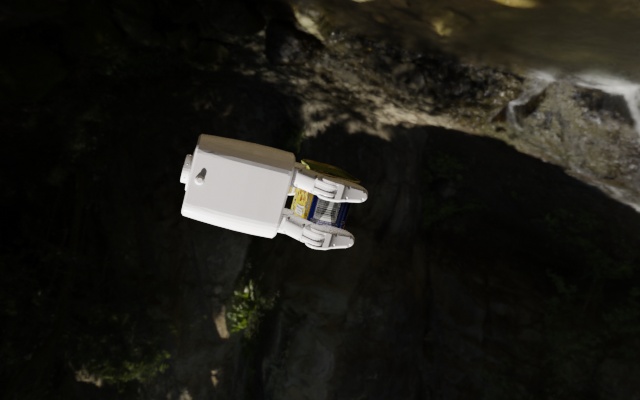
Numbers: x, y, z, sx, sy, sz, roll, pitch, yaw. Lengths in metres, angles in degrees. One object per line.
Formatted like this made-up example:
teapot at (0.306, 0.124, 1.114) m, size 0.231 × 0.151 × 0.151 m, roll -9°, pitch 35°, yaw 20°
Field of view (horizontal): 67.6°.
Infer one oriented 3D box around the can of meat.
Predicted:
can of meat at (0.000, 0.002, 0.582) m, size 0.057 × 0.084 × 0.102 m, roll 13°, pitch 10°, yaw -17°
